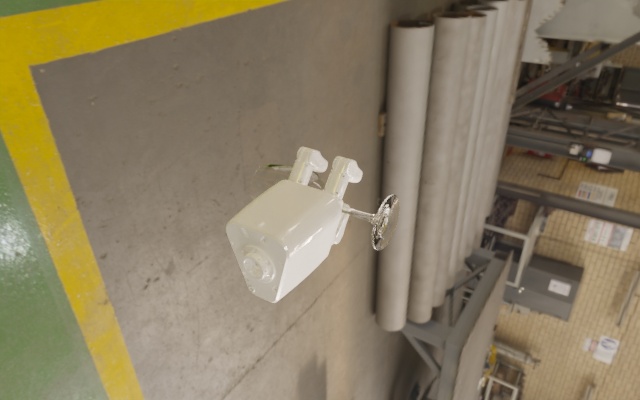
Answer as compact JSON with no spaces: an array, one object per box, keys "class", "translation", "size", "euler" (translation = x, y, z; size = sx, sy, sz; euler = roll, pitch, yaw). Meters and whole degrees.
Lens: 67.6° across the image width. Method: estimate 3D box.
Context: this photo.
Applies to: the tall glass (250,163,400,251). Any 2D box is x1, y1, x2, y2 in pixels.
[{"class":"tall glass","translation":[0.001,0.002,0.648],"size":[0.201,0.079,0.079],"euler":[18,9,29]}]
